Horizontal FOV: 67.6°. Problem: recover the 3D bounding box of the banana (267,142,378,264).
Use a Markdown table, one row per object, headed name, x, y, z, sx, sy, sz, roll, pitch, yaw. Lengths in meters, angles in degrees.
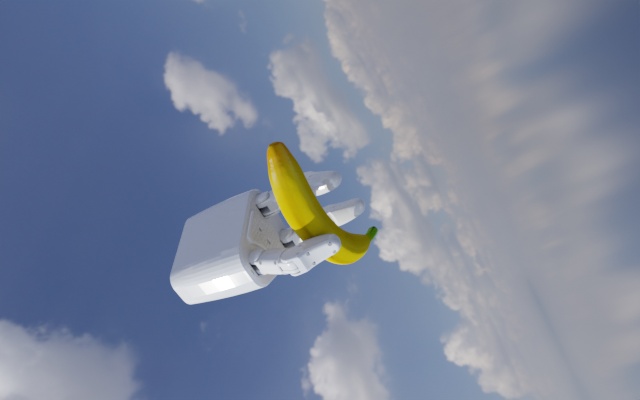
| name | x | y | z | sx | sy | sz | roll | pitch | yaw |
| --- | --- | --- | --- | --- | --- | --- | --- | --- | --- |
| banana | 0.000 | 0.019 | 0.497 | 0.037 | 0.069 | 0.198 | -13 | -36 | 30 |
